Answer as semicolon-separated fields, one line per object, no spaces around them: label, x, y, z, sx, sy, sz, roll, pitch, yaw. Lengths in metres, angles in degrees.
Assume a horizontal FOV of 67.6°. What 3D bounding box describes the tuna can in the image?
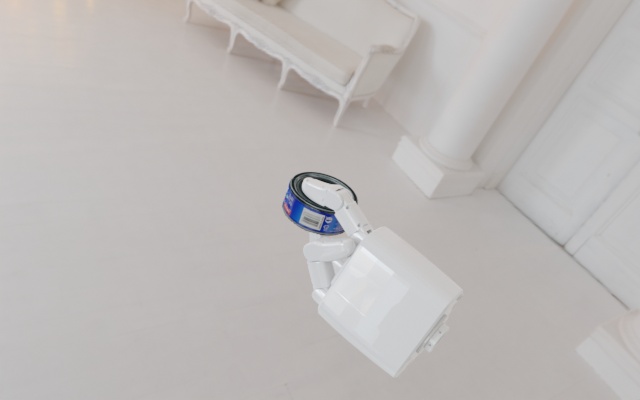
tuna can;0.000;0.001;0.564;0.086;0.034;0.086;14;32;-9
